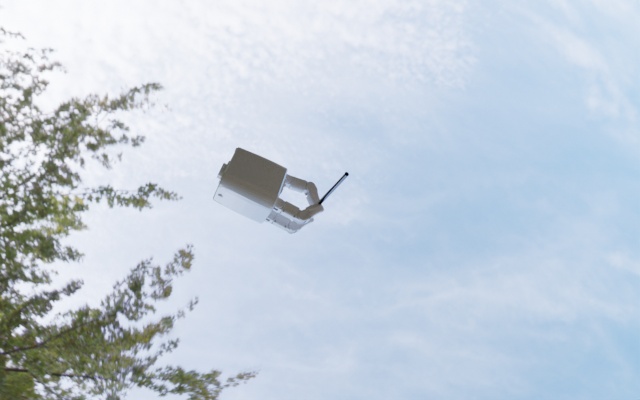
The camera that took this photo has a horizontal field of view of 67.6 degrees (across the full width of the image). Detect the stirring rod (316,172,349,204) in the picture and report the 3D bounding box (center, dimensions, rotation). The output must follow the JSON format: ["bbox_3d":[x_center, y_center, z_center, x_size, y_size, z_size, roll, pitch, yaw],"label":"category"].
[{"bbox_3d":[0.000,0.003,0.893,0.011,0.011,0.240,0,-23,-23],"label":"stirring rod"}]
